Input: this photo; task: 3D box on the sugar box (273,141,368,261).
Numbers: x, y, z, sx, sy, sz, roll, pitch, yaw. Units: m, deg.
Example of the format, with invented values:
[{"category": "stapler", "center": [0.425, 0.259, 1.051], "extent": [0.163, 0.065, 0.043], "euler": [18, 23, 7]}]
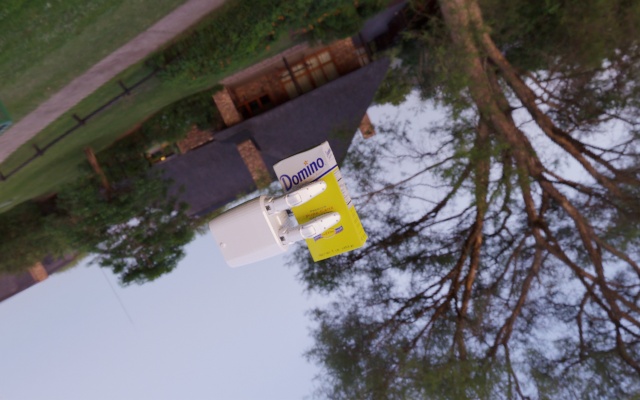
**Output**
[{"category": "sugar box", "center": [0.000, 0.003, 0.777], "extent": [0.093, 0.176, 0.048], "euler": [-21, 11, 20]}]
